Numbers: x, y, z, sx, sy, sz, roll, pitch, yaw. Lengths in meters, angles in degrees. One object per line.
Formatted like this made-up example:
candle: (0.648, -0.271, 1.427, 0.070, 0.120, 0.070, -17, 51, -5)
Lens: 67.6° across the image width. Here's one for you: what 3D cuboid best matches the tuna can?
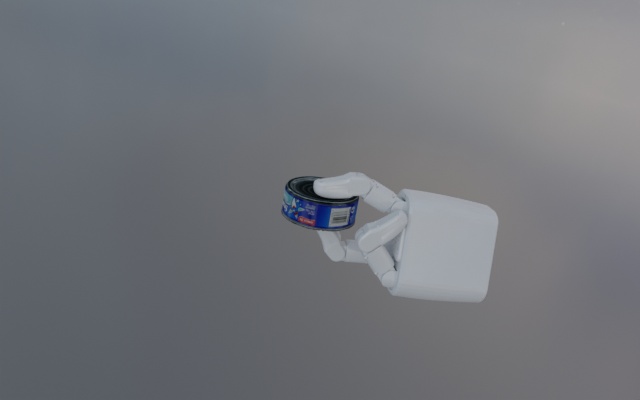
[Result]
tuna can: (0.000, 0.001, 0.541, 0.086, 0.034, 0.086, 8, 21, -3)
